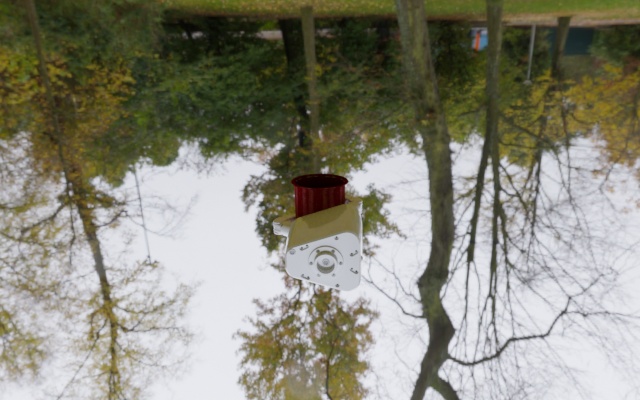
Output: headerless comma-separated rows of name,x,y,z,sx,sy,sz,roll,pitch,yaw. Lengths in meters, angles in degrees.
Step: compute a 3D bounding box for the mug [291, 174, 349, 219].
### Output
mug,0.000,0.002,0.795,0.093,0.081,0.117,1,17,4
